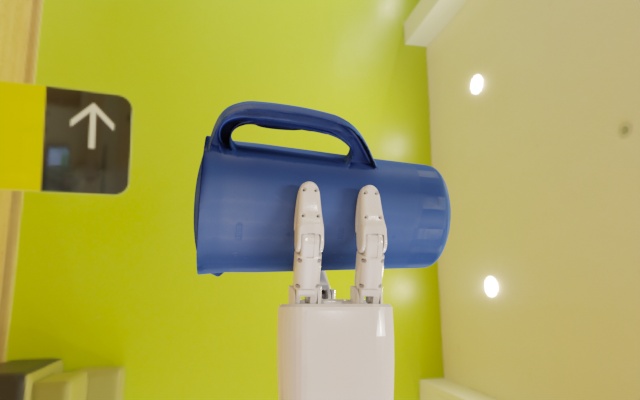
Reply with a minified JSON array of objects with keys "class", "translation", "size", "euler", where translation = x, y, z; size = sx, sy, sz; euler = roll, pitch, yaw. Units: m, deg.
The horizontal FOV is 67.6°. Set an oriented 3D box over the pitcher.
[{"class":"pitcher","translation":[0.000,0.002,0.473],"size":[0.243,0.145,0.149],"euler":[3,-15,-11]}]
